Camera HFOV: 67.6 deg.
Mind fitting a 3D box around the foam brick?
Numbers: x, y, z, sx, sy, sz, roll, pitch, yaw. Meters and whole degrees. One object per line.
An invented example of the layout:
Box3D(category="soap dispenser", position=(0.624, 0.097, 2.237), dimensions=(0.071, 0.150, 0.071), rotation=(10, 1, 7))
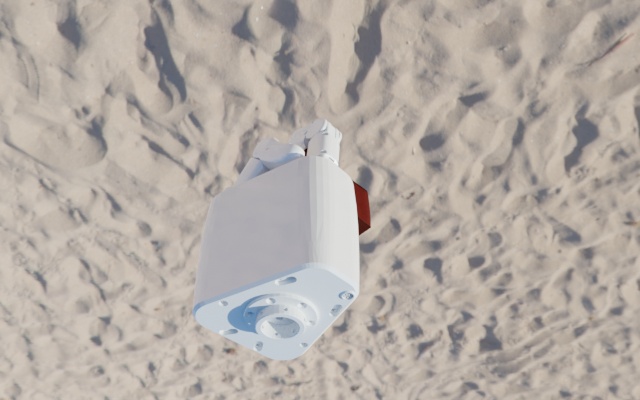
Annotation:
Box3D(category="foam brick", position=(0.000, 0.001, 0.425), dimensions=(0.078, 0.051, 0.053), rotation=(36, -59, -29))
